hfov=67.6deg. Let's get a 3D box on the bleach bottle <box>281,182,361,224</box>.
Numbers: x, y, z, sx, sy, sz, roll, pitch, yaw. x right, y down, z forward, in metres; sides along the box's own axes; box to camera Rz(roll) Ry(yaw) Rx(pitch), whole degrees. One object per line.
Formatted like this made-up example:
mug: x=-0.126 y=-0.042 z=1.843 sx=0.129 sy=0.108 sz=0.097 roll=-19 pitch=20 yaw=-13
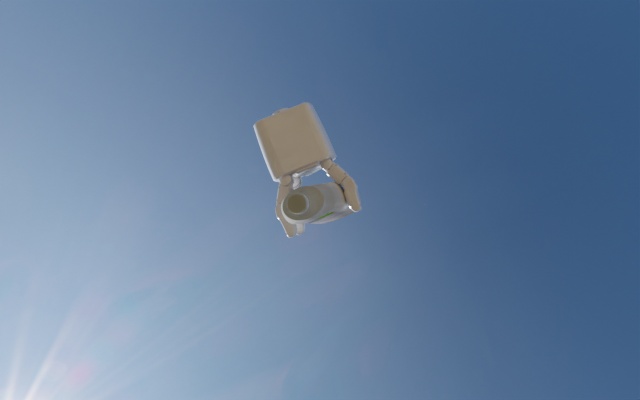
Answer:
bleach bottle: x=0.000 y=0.003 z=0.807 sx=0.102 sy=0.068 sz=0.251 roll=-24 pitch=-6 yaw=11
